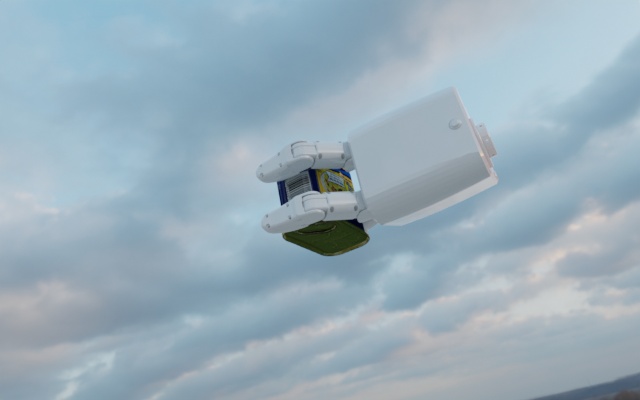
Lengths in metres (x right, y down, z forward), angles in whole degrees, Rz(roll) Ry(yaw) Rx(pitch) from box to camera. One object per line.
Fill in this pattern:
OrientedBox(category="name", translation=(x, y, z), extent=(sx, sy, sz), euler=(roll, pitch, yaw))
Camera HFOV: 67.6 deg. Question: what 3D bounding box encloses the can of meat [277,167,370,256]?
OrientedBox(category="can of meat", translation=(0.000, 0.001, 0.489), extent=(0.057, 0.084, 0.102), euler=(-25, -30, 24))
